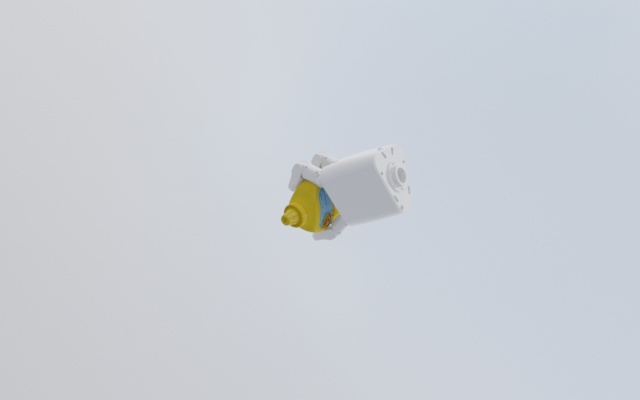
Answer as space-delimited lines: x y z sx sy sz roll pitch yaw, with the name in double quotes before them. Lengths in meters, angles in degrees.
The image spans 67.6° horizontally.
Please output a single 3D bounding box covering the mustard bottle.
"mustard bottle" 0.000 0.003 0.824 0.058 0.096 0.191 16 27 32
